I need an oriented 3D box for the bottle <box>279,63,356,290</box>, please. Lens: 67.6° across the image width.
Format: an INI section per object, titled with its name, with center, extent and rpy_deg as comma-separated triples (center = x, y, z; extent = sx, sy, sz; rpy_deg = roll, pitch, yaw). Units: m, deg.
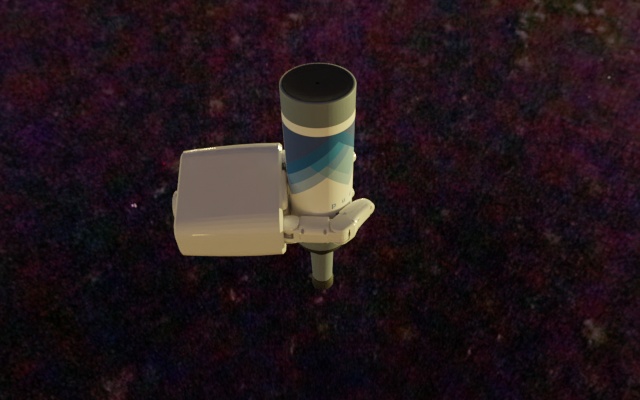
[bottle]
center = 0.000, 0.002, 0.514
extent = 0.069, 0.069, 0.296
rpy_deg = 0, -44, 1
